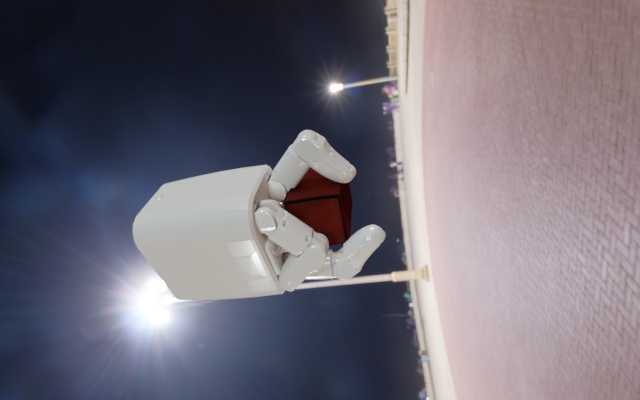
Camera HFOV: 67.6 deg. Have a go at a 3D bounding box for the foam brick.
[{"bbox_3d":[0.000,0.001,0.454,0.051,0.053,0.078,-8,27,10],"label":"foam brick"}]
